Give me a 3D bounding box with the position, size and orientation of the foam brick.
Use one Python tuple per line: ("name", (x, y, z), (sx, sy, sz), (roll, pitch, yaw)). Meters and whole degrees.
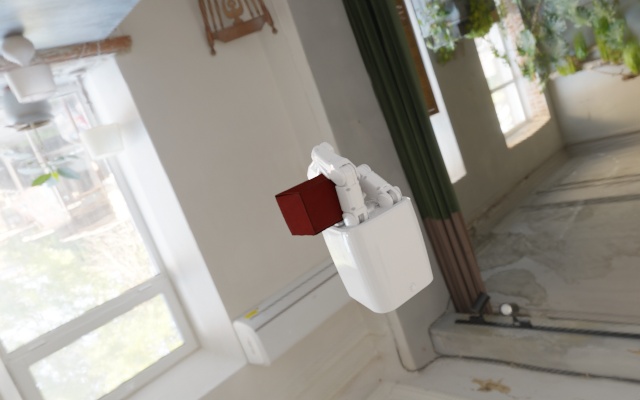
("foam brick", (0.000, 0.002, 0.539), (0.078, 0.051, 0.053), (-27, 12, -32))
